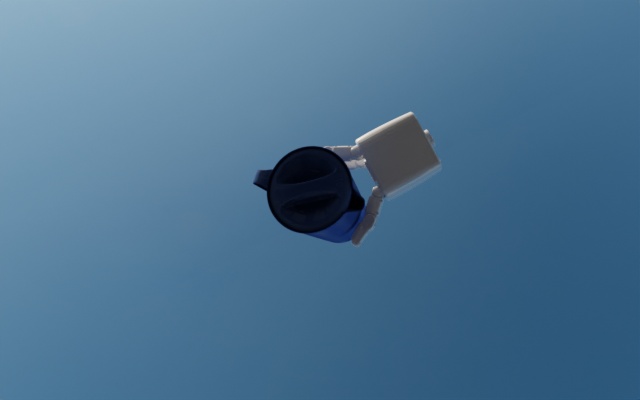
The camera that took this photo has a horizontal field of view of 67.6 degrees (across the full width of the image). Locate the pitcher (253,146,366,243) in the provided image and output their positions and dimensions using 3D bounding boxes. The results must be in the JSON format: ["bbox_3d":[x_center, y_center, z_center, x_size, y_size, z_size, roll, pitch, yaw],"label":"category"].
[{"bbox_3d":[0.000,0.003,0.815,0.145,0.149,0.243,-31,-17,6],"label":"pitcher"}]
